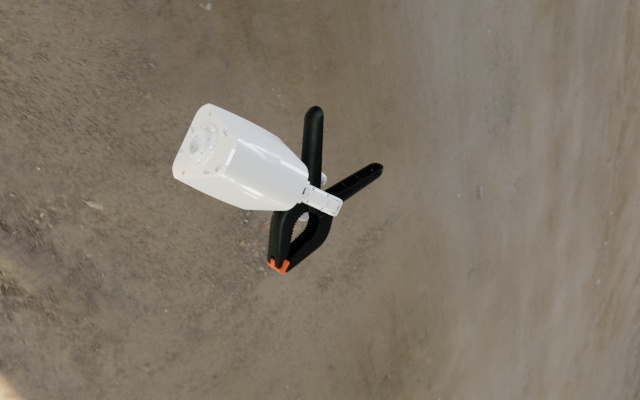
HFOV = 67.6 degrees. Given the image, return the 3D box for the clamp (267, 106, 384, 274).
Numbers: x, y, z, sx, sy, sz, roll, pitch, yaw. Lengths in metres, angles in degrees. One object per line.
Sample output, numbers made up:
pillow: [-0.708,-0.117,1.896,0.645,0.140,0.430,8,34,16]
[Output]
clamp: [0.000,0.003,0.636,0.164,0.210,0.036,25,0,-43]
